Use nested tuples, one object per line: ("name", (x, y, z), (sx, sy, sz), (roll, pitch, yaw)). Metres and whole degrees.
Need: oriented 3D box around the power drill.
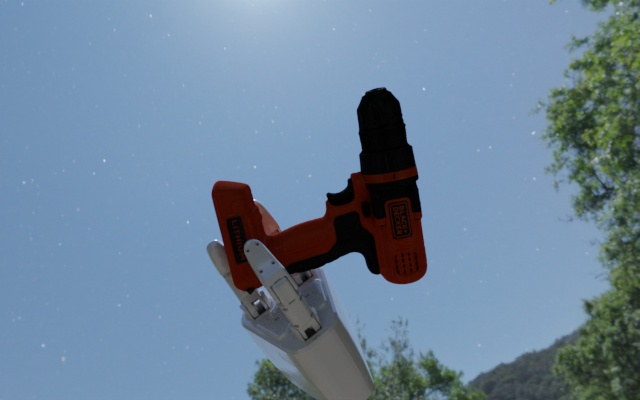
("power drill", (0.000, 0.002, 0.444), (0.187, 0.184, 0.057), (-11, 8, 1))
